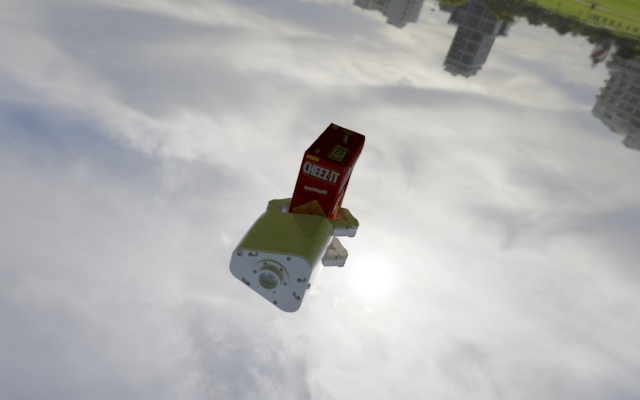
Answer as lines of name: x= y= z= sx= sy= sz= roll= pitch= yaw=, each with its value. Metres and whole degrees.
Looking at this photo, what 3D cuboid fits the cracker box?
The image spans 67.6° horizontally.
cracker box: x=0.000 y=0.003 z=0.767 sx=0.072 sy=0.214 sz=0.164 roll=21 pitch=27 yaw=6
